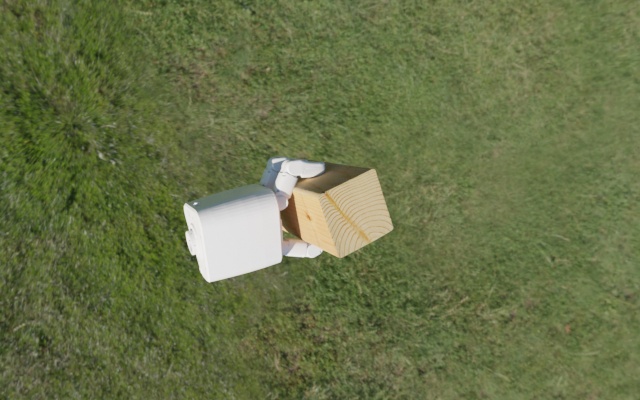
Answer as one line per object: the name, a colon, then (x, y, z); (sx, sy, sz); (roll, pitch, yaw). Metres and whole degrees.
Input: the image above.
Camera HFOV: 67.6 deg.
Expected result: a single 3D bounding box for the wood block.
wood block: (0.000, 0.003, 0.690); (0.090, 0.091, 0.206); (-26, 19, -21)
